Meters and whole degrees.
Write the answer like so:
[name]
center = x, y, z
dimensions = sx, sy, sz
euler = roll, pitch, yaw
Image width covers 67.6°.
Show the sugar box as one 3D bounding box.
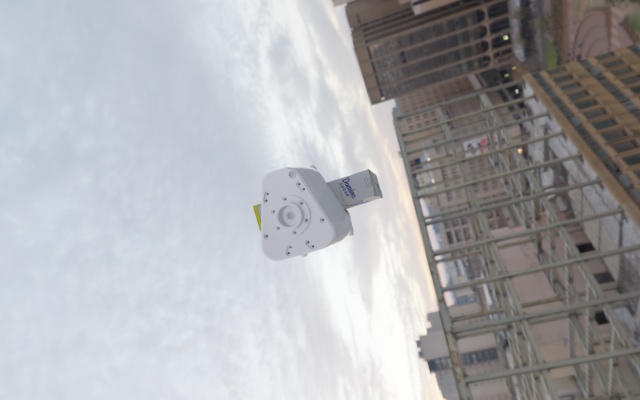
[sugar box]
center = 0.000, 0.003, 0.707
dimensions = 0.176, 0.048, 0.093
euler = -15, -5, 13
